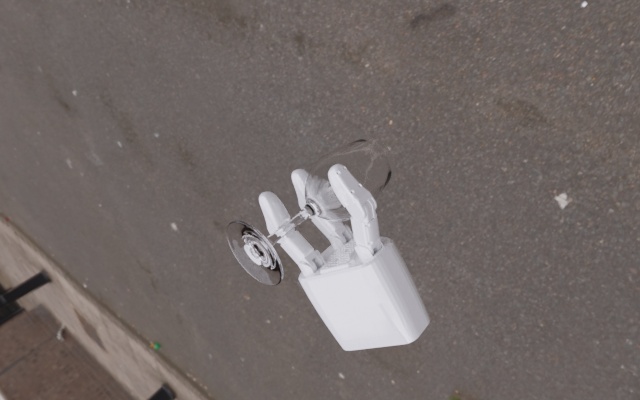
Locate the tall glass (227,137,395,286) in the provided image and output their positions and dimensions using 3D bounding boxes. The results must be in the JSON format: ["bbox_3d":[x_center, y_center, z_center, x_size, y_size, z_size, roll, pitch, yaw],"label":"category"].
[{"bbox_3d":[0.000,0.002,0.510,0.079,0.079,0.201,0,30,48],"label":"tall glass"}]
